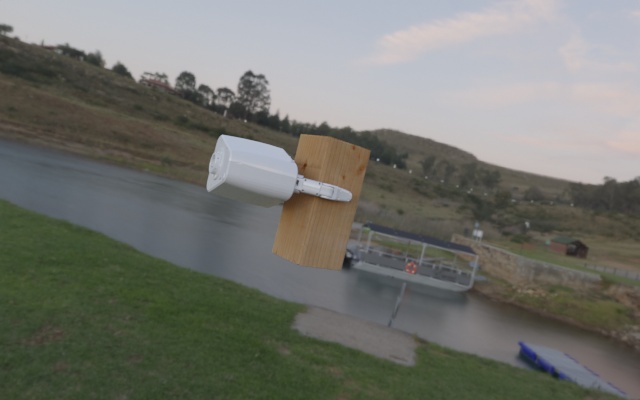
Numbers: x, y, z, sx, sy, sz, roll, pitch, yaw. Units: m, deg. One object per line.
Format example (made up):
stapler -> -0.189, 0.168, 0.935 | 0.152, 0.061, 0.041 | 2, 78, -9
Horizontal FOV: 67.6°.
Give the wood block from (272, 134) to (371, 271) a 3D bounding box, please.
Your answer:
wood block -> 0.000, 0.002, 0.796 | 0.090, 0.206, 0.091 | 13, 2, -37
